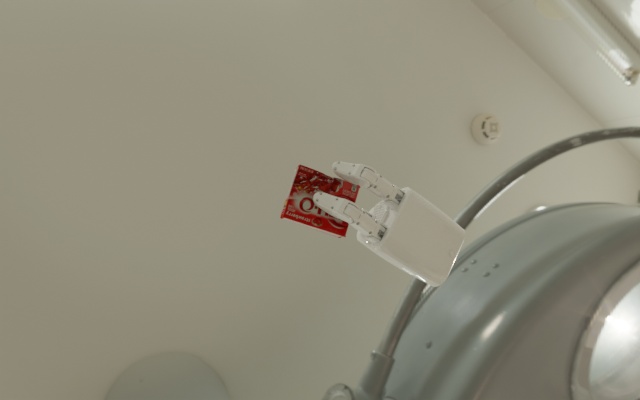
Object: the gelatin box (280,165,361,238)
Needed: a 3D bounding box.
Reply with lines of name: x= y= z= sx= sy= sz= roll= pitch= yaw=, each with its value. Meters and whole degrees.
gelatin box: x=0.000 y=0.002 z=0.631 sx=0.089 sy=0.073 sz=0.030 roll=19 pitch=-10 yaw=-11
